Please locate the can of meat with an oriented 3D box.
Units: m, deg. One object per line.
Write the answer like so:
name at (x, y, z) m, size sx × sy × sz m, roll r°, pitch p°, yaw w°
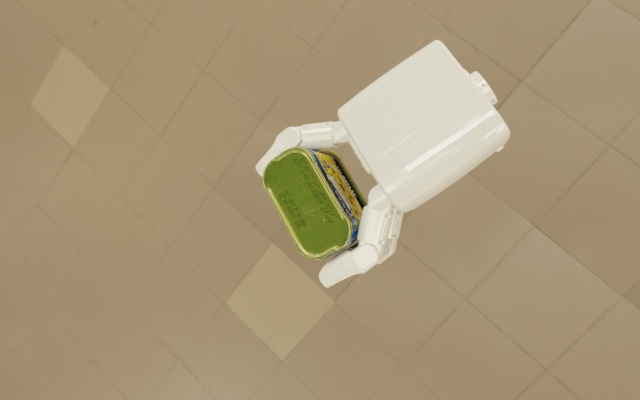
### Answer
can of meat at (0.000, 0.001, 0.436) m, size 0.057 × 0.102 × 0.084 m, roll -32°, pitch -9°, yaw 16°
